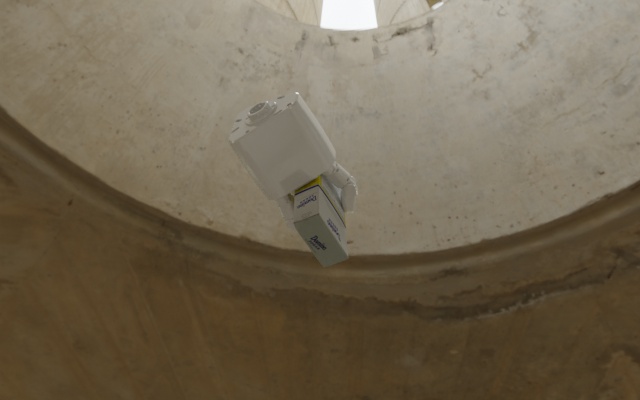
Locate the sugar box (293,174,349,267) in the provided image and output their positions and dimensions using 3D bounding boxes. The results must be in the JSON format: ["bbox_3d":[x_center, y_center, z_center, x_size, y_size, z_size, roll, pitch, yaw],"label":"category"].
[{"bbox_3d":[0.000,0.002,0.698,0.048,0.093,0.176,-21,34,18],"label":"sugar box"}]
